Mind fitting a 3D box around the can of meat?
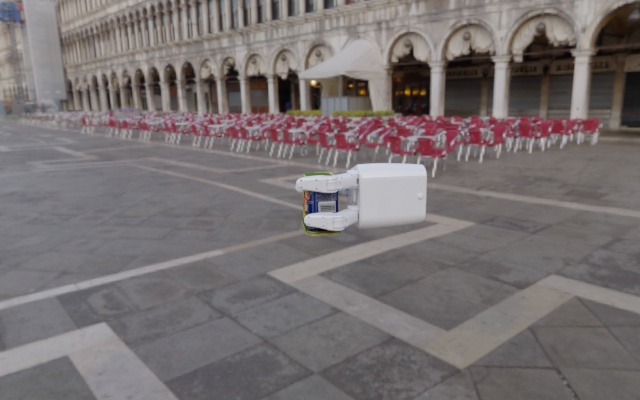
[{"bbox_3d":[0.000,0.002,0.757,0.057,0.084,0.102,-2,12,-6],"label":"can of meat"}]
